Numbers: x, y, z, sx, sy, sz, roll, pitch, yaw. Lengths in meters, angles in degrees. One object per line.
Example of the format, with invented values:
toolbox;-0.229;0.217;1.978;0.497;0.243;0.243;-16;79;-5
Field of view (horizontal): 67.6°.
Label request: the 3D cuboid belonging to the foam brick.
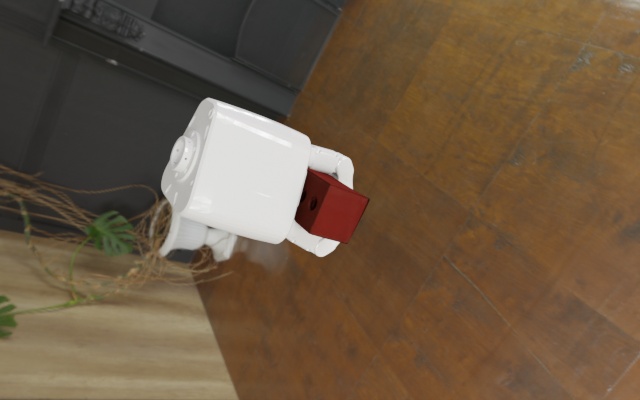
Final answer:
foam brick;0.000;0.002;0.486;0.051;0.053;0.078;19;10;-37
